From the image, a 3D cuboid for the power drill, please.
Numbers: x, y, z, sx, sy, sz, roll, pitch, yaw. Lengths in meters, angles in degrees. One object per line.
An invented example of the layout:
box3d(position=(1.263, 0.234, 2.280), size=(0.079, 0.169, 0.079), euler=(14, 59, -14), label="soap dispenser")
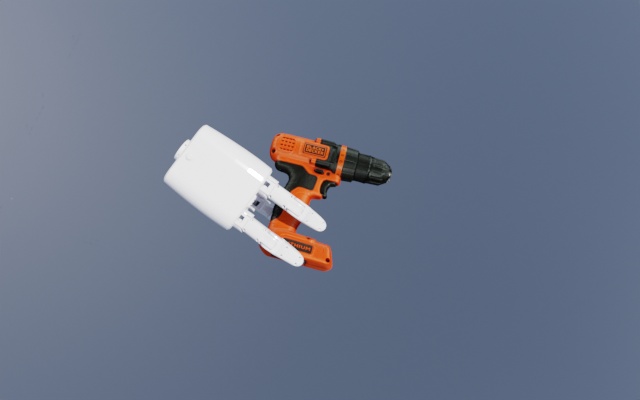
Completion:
box3d(position=(0.000, 0.003, 0.690), size=(0.184, 0.187, 0.057), euler=(14, -21, 2), label="power drill")
